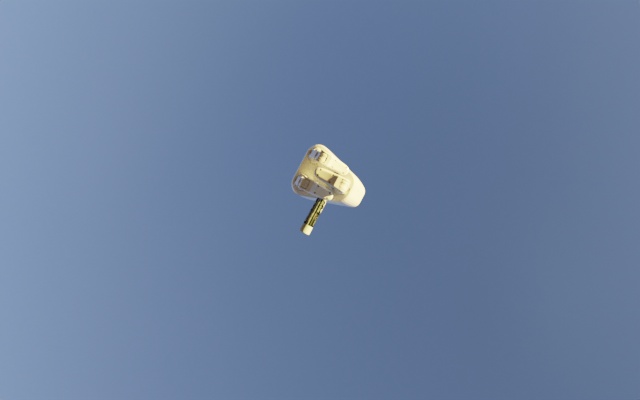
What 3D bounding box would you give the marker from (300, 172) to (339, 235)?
[{"bbox_3d":[0.000,0.003,0.829,0.020,0.121,0.020,28,0,0],"label":"marker"}]
